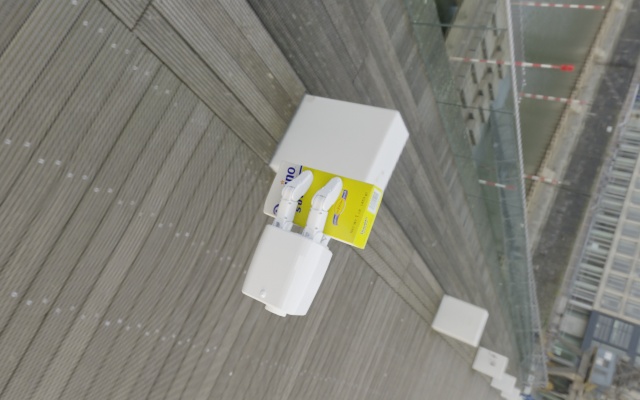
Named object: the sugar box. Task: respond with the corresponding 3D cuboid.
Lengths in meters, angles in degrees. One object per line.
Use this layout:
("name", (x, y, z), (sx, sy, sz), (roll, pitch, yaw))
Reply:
("sugar box", (0.000, 0.002, 0.733), (0.176, 0.093, 0.048), (17, -8, 31))
